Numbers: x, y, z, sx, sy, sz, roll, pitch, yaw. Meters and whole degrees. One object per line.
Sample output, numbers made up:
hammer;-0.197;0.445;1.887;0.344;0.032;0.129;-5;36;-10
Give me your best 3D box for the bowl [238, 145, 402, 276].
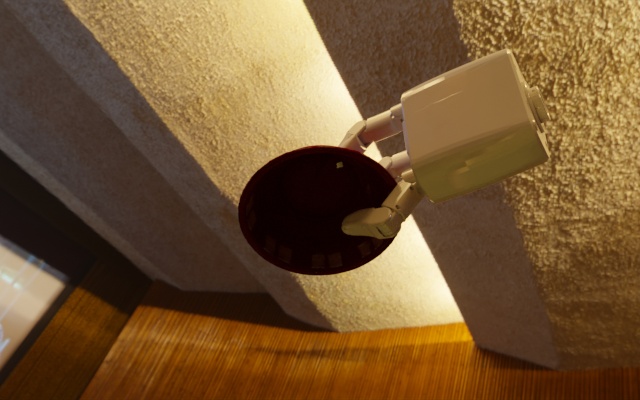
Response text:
bowl;-0.001;0.002;0.486;0.162;0.162;0.055;0;37;-3
